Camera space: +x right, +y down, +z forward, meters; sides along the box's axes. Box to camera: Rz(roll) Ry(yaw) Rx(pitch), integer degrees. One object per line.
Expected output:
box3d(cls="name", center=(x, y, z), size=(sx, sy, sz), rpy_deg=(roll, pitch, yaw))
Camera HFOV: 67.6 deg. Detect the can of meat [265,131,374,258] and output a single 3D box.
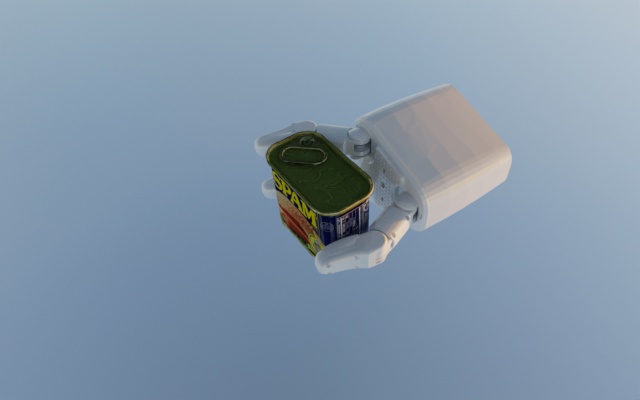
box3d(cls="can of meat", center=(0.000, 0.002, 0.425), size=(0.057, 0.084, 0.102), rpy_deg=(-29, 51, -20))
